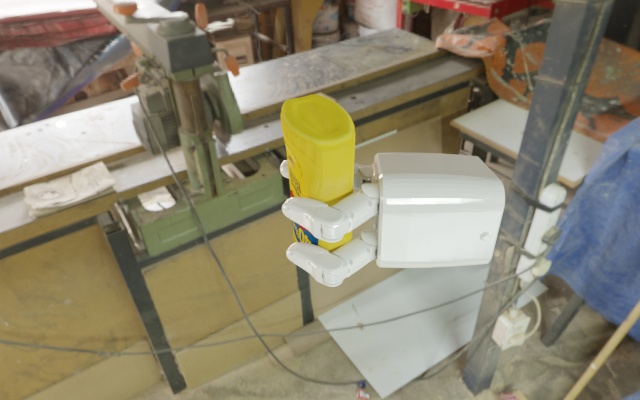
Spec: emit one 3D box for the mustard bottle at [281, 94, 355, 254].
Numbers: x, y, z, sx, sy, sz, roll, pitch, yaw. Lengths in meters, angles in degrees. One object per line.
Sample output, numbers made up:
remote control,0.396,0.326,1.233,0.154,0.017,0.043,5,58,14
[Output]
mustard bottle,0.000,0.001,0.469,0.058,0.192,0.096,-16,39,-16
